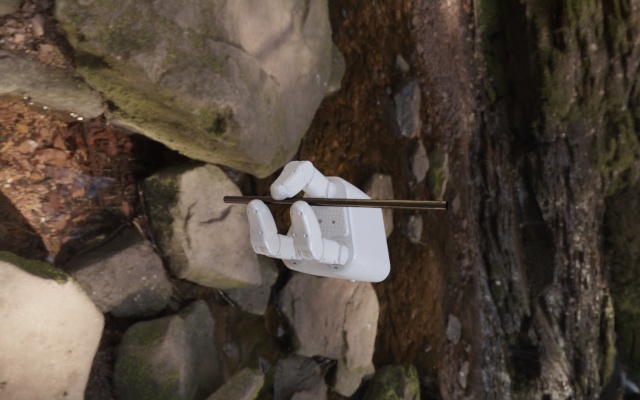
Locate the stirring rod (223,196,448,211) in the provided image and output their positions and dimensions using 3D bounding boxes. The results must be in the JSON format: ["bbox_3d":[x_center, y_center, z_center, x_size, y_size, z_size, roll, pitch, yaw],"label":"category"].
[{"bbox_3d":[0.000,0.001,0.448,0.239,0.011,0.011,1,1,32],"label":"stirring rod"}]
